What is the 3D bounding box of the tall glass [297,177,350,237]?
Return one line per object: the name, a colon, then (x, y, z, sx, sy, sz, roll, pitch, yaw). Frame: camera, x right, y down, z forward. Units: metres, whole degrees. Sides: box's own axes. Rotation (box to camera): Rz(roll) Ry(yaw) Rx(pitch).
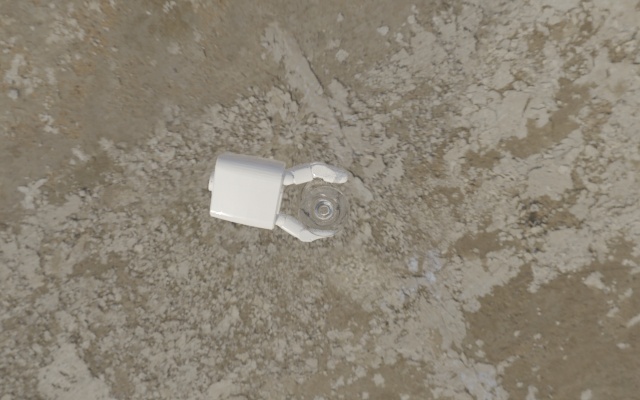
tall glass: (0.000, 0.003, 0.788, 0.079, 0.079, 0.201, 0, 8, -3)
